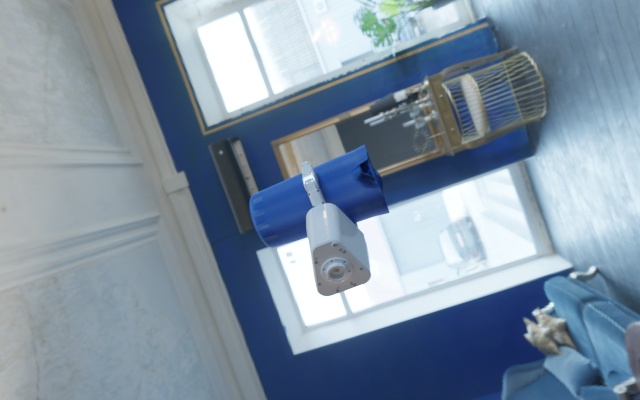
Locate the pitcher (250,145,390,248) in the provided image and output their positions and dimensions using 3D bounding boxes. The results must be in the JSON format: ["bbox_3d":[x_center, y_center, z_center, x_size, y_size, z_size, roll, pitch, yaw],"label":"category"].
[{"bbox_3d":[0.000,0.003,0.897,0.243,0.149,0.145,-20,29,7],"label":"pitcher"}]
